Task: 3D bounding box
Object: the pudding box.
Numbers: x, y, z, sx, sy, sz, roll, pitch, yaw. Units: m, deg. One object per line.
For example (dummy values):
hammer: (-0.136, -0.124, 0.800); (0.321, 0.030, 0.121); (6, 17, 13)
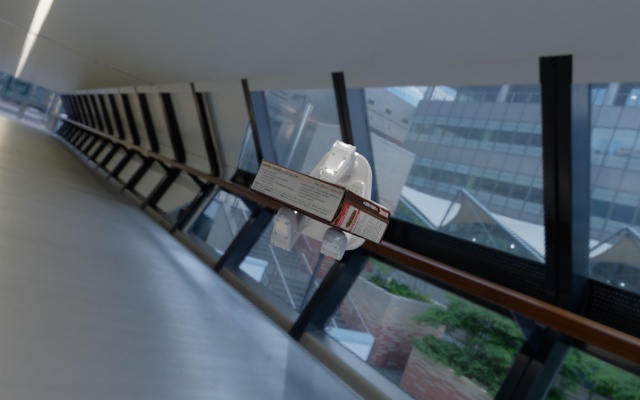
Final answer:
pudding box: (0.000, 0.001, 0.468); (0.113, 0.039, 0.090); (19, -3, 38)
